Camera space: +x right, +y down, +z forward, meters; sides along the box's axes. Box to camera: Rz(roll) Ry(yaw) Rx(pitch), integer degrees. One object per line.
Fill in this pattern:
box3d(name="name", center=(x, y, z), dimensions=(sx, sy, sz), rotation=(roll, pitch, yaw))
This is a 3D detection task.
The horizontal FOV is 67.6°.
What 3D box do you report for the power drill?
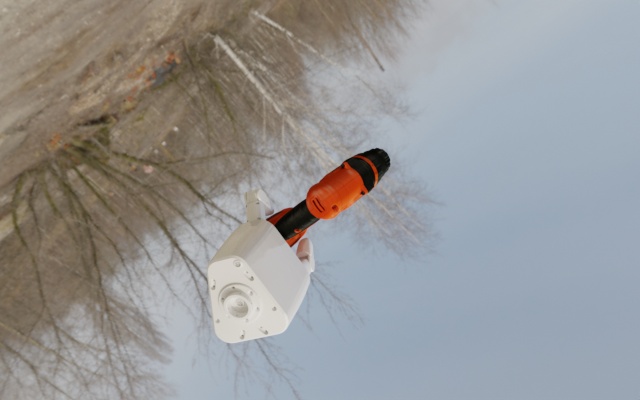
box3d(name="power drill", center=(0.000, 0.003, 0.661), dimensions=(0.188, 0.057, 0.184), rotation=(-38, -3, 38))
